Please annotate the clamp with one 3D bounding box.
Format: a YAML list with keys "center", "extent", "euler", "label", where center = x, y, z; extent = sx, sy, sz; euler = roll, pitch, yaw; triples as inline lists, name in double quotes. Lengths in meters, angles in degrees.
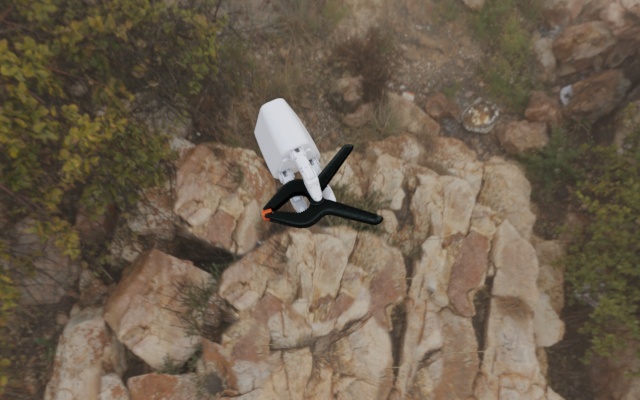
- center: [0.000, 0.003, 0.859]
  extent: [0.210, 0.164, 0.036]
  euler: [-24, -20, -9]
  label: "clamp"
